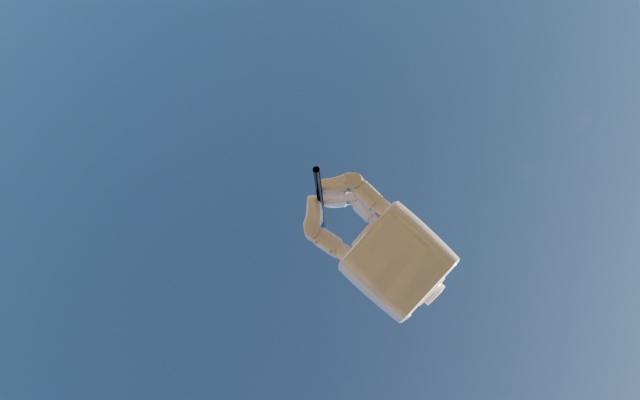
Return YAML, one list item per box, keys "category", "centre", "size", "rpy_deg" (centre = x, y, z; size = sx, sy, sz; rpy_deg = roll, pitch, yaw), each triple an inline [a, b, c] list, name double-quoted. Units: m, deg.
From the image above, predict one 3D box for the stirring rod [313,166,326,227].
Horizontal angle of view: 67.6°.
- category: "stirring rod"
  centre: [0.000, 0.002, 0.643]
  size: [0.011, 0.011, 0.240]
  rpy_deg: [0, -18, 2]
